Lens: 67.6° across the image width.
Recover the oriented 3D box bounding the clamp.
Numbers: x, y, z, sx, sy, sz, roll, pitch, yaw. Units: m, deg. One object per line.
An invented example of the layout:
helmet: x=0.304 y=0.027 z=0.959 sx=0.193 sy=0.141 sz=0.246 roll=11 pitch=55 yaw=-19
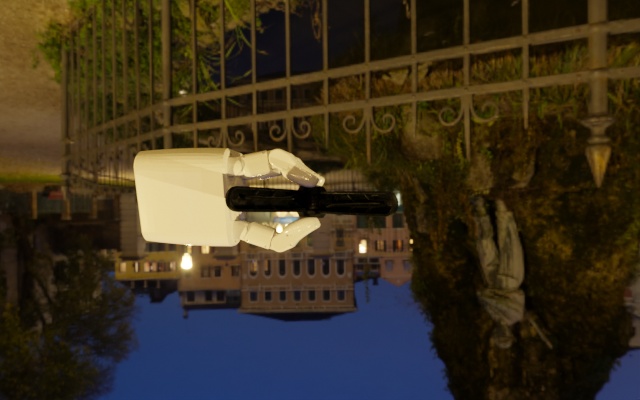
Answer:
clamp: x=0.000 y=0.003 z=0.540 sx=0.164 sy=0.036 sz=0.210 roll=3 pitch=0 yaw=6
